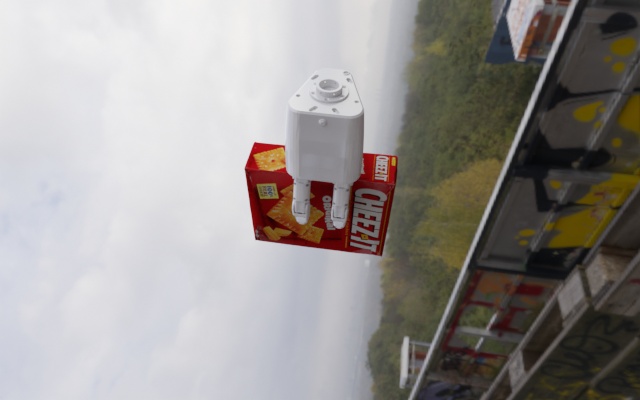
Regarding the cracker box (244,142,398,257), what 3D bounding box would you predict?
[{"bbox_3d":[0.000,0.002,0.731,0.213,0.072,0.164,7,-44,5],"label":"cracker box"}]
